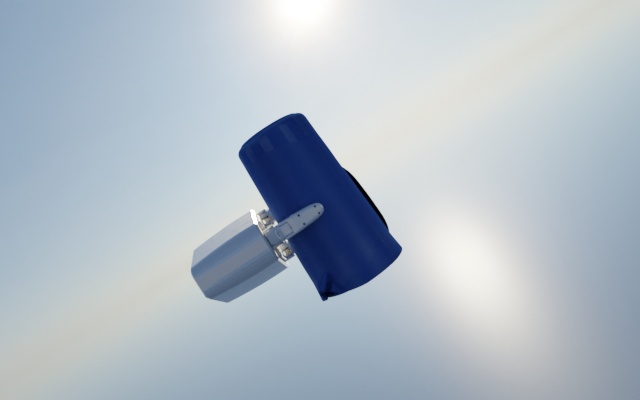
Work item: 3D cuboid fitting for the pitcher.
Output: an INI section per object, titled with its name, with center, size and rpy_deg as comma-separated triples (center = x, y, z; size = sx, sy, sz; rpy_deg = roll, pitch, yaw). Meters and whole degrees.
[pitcher]
center = 0.000, 0.002, 0.667
size = 0.145, 0.243, 0.149
rpy_deg = -33, 2, -3
